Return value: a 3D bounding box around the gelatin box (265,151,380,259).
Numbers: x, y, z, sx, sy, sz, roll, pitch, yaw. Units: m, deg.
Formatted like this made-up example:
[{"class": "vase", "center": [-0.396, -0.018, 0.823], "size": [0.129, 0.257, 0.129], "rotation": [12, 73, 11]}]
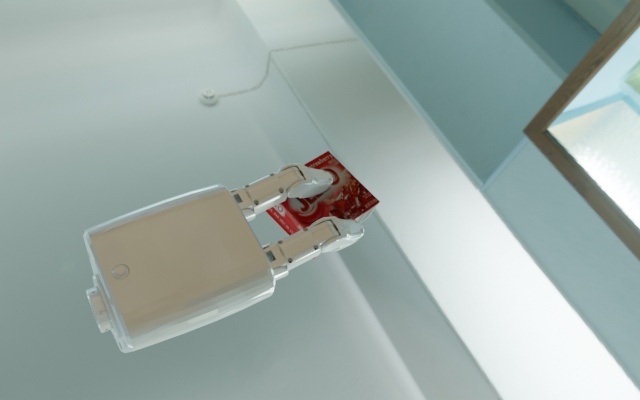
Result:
[{"class": "gelatin box", "center": [0.000, 0.002, 0.442], "size": [0.089, 0.073, 0.030], "rotation": [-33, -18, -39]}]
